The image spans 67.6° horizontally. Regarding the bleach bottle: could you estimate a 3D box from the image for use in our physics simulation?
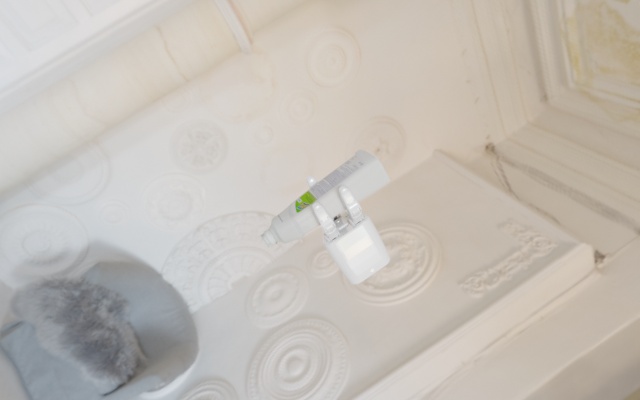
[{"bbox_3d":[0.000,0.003,0.886,0.251,0.068,0.102,-33,21,-5],"label":"bleach bottle"}]
